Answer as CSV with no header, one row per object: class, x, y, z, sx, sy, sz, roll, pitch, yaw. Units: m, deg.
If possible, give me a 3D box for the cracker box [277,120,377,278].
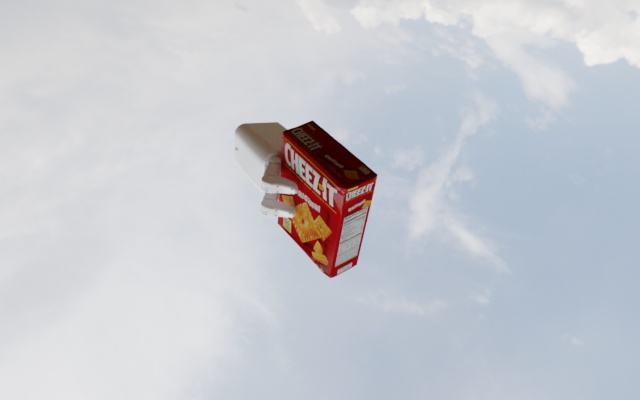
cracker box,0.000,0.003,0.799,0.072,0.214,0.164,-25,52,-29
